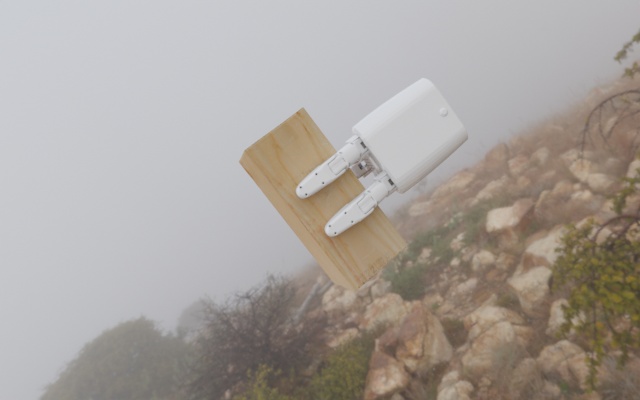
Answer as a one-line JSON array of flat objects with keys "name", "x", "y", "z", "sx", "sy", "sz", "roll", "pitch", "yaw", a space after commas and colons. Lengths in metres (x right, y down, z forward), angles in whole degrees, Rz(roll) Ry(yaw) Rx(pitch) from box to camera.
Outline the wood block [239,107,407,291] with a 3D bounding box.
[{"name": "wood block", "x": 0.000, "y": 0.002, "z": 0.594, "sx": 0.090, "sy": 0.206, "sz": 0.091, "roll": -39, "pitch": 6, "yaw": -13}]
